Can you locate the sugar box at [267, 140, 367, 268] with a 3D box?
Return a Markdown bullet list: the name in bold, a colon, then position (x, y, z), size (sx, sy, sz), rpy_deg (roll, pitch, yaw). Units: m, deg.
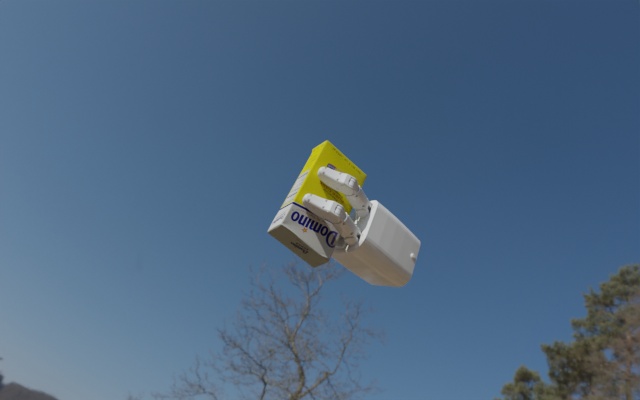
- **sugar box**: position (0.001, 0.002, 0.718), size (0.093, 0.176, 0.048), rpy_deg (39, -39, -18)
